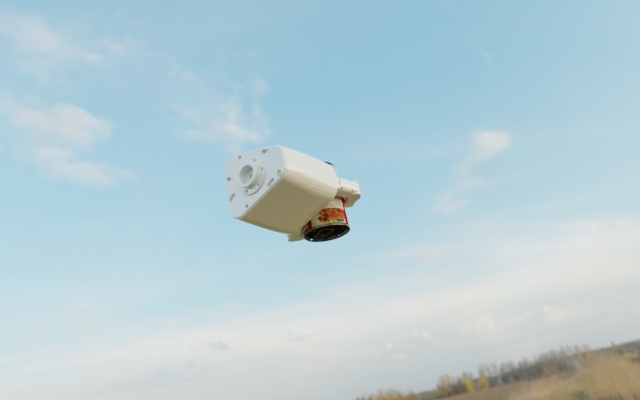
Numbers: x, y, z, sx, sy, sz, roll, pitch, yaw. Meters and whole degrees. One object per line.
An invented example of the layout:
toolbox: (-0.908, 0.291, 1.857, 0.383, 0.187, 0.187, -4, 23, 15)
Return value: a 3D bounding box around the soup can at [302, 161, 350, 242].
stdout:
soup can: (0.000, 0.002, 0.705, 0.068, 0.102, 0.068, -10, -23, -4)
